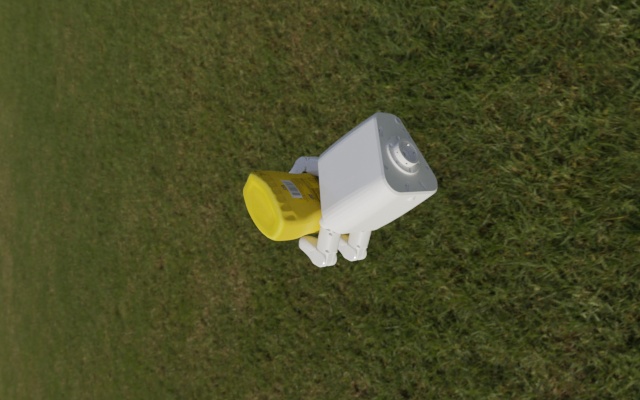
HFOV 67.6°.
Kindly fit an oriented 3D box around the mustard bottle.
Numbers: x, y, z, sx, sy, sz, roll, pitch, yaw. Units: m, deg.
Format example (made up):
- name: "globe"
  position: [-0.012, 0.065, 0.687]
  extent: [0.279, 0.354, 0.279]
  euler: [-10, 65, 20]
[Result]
- name: "mustard bottle"
  position: [0.000, 0.002, 0.632]
  extent: [0.191, 0.058, 0.096]
  euler: [-3, 43, -41]
